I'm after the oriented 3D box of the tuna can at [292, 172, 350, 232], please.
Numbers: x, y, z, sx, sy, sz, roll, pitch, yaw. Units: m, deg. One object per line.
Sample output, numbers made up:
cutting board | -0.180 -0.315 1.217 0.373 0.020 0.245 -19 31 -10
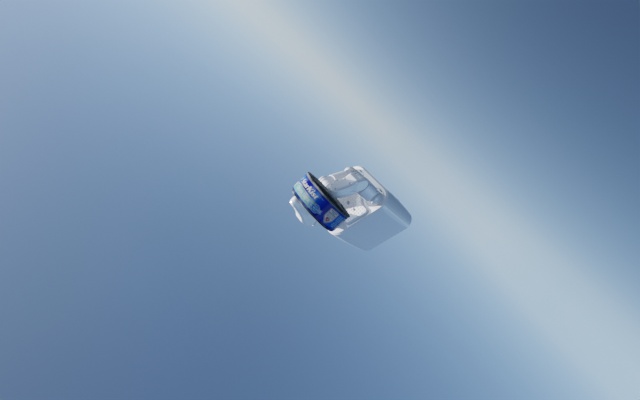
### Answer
tuna can | 0.000 0.003 0.665 0.034 0.086 0.086 -43 -7 7
